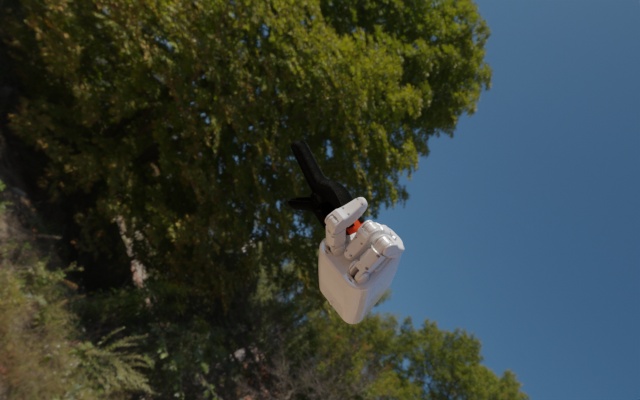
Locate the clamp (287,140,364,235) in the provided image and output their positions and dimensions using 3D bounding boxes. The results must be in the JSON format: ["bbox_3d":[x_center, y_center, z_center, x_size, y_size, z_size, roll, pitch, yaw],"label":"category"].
[{"bbox_3d":[0.001,0.002,0.702,0.039,0.120,0.171,-20,52,-25],"label":"clamp"}]
